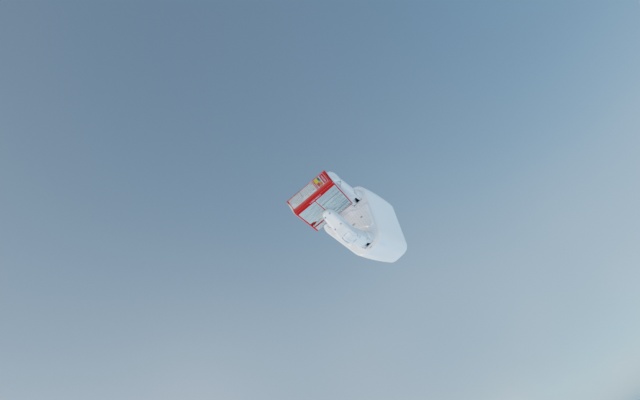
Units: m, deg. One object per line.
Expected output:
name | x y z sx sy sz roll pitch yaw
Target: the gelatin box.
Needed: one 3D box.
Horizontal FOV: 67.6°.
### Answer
gelatin box | 0.000 0.003 0.723 0.073 0.030 0.089 -40 -30 5
